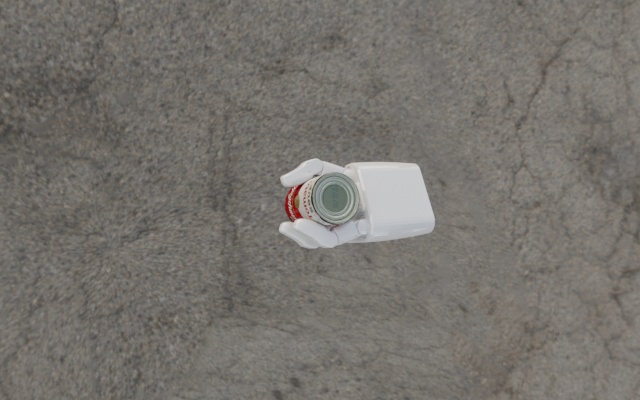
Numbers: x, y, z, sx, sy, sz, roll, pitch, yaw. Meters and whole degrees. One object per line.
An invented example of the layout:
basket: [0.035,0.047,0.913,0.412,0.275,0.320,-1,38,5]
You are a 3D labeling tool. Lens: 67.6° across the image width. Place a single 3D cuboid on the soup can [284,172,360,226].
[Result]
soup can: [0.000,0.002,0.636,0.068,0.068,0.102,0,-5,-23]
